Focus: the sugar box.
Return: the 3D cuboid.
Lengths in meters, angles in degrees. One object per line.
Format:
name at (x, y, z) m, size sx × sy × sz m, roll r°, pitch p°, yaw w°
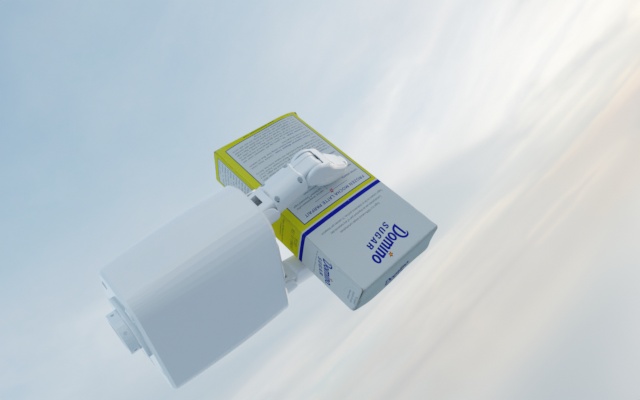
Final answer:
sugar box at (0.000, 0.002, 0.407) m, size 0.093 × 0.176 × 0.048 m, roll -34°, pitch -25°, yaw -29°
